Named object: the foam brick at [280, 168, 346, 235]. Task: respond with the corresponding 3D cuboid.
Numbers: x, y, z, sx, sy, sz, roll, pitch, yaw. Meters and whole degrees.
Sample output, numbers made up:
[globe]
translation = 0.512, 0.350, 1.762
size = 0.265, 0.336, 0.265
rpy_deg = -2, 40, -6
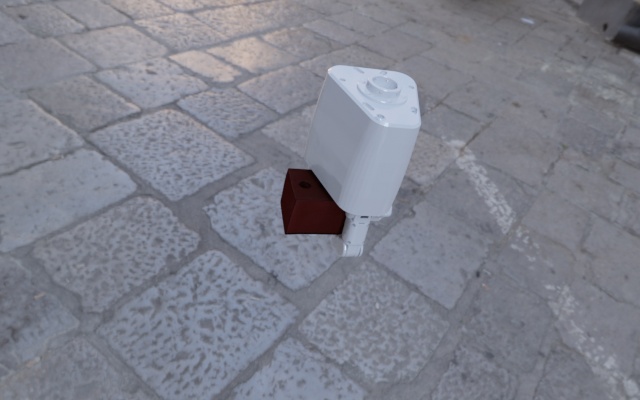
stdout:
[foam brick]
translation = 0.000, 0.002, 0.514
size = 0.078, 0.051, 0.053
rpy_deg = 1, 43, -17
